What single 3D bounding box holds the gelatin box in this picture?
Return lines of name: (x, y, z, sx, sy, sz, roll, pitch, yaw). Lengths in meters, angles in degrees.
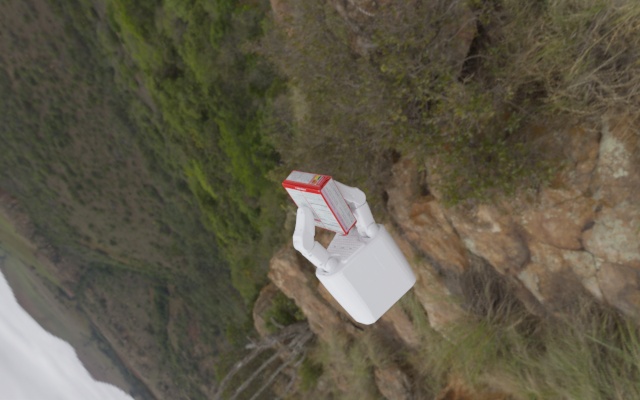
gelatin box: (0.000, 0.002, 0.641, 0.073, 0.030, 0.089, 13, -34, 45)
